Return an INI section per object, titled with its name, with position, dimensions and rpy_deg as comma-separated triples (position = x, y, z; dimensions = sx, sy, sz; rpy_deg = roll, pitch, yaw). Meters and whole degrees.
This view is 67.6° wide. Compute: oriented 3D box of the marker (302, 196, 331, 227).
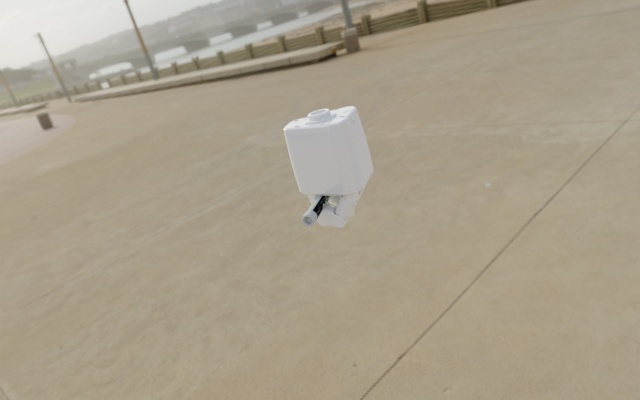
[marker]
position = 0.000, 0.002, 0.711
dimensions = 0.020, 0.020, 0.121
rpy_deg = 0, 26, 19
